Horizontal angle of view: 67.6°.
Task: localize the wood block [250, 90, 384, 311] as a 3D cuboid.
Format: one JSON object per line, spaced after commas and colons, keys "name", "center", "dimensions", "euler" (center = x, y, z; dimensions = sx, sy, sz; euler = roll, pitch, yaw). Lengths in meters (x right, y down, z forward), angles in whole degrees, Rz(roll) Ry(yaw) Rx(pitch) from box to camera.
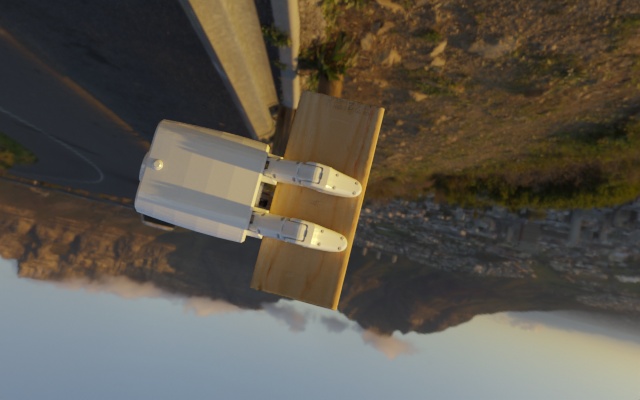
{"name": "wood block", "center": [0.000, 0.002, 0.513], "dimensions": [0.090, 0.206, 0.091], "euler": [14, -7, 4]}
